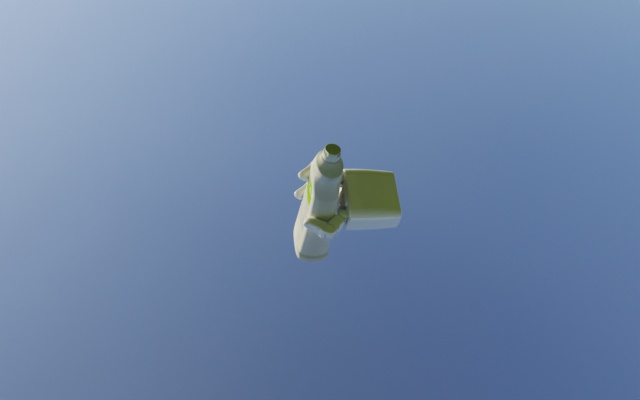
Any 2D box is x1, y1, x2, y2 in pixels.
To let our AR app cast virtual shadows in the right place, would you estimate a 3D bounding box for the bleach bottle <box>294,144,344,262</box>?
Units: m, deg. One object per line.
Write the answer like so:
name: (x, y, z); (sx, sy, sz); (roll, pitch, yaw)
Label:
bleach bottle: (0.000, 0.003, 0.893); (0.068, 0.102, 0.251); (0, -42, -14)
